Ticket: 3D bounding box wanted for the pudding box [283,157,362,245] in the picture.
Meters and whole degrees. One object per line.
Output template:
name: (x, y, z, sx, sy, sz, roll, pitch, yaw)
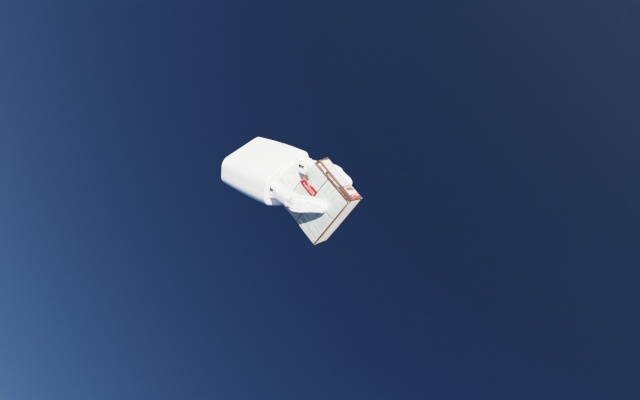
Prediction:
pudding box: (0.000, 0.003, 0.766, 0.039, 0.090, 0.113, -21, -24, -49)
